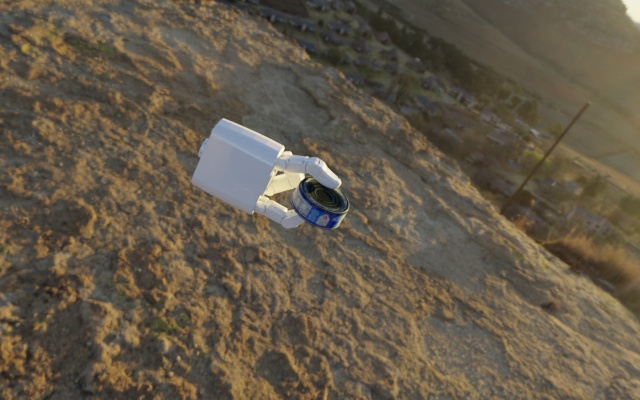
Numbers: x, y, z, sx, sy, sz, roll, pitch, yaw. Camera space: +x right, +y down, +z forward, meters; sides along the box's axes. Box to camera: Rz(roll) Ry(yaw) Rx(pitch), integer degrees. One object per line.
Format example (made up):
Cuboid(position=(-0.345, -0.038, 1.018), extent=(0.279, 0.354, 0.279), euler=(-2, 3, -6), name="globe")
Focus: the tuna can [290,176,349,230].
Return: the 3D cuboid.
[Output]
Cuboid(position=(0.000, 0.002, 0.722), extent=(0.086, 0.034, 0.086), euler=(23, 32, -15), name="tuna can")
